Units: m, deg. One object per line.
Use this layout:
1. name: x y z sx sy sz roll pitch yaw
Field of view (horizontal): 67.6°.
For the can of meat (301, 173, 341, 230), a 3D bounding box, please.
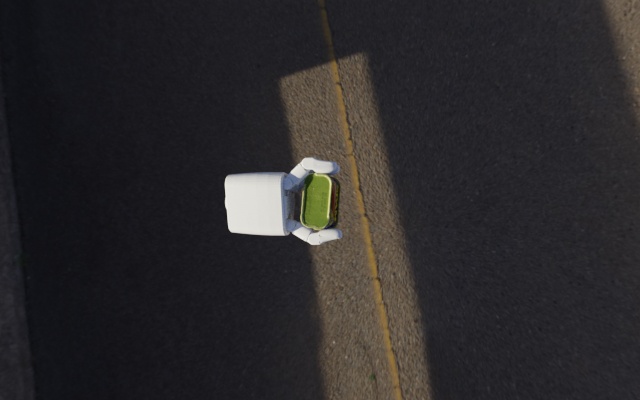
1. can of meat: 0.000 0.003 0.860 0.057 0.102 0.084 4 -3 11
